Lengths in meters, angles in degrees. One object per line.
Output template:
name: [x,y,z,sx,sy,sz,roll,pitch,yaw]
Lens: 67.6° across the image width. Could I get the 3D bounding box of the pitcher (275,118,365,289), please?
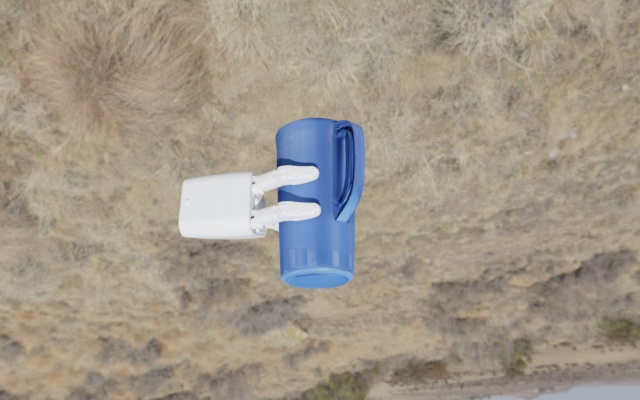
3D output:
pitcher: [0.000,0.002,0.726,0.145,0.242,0.149,-4,-22,6]
